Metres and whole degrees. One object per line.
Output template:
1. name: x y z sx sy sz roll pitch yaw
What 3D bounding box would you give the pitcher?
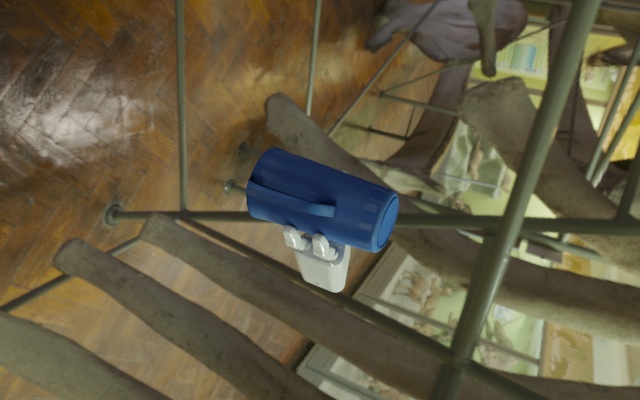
1. pitcher: 0.000 0.003 0.813 0.243 0.149 0.145 18 -37 21
